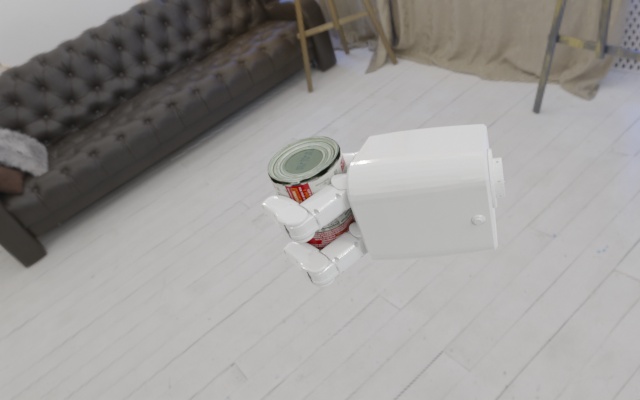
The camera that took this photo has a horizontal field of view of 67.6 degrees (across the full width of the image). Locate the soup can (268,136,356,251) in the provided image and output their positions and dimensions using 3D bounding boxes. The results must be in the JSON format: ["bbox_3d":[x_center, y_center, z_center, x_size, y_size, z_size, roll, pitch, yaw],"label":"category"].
[{"bbox_3d":[0.000,0.001,0.437,0.068,0.102,0.068,-14,37,11],"label":"soup can"}]
